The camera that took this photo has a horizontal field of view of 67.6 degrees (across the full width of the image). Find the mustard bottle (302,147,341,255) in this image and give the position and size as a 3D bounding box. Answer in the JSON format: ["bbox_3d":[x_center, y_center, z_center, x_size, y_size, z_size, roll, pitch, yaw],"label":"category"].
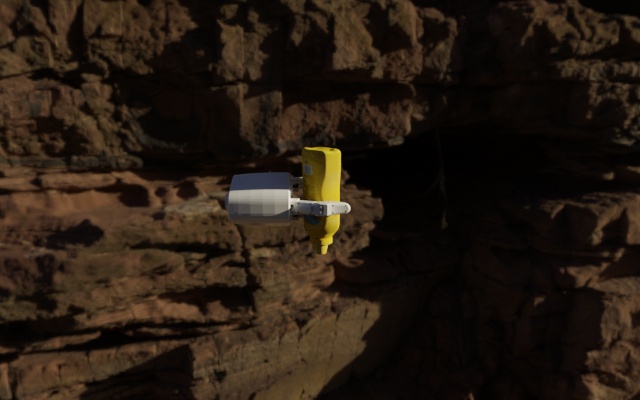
[{"bbox_3d":[0.000,0.003,0.855,0.058,0.192,0.096,-5,12,-27],"label":"mustard bottle"}]
